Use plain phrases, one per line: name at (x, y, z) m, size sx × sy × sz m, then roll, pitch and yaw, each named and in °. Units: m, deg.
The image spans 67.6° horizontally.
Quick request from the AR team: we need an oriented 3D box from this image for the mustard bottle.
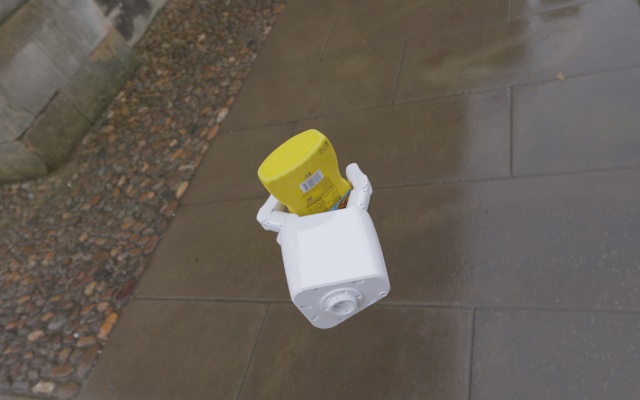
mustard bottle at (0.000, 0.002, 0.644) m, size 0.058 × 0.096 × 0.192 m, roll 42°, pitch -12°, yaw 46°
